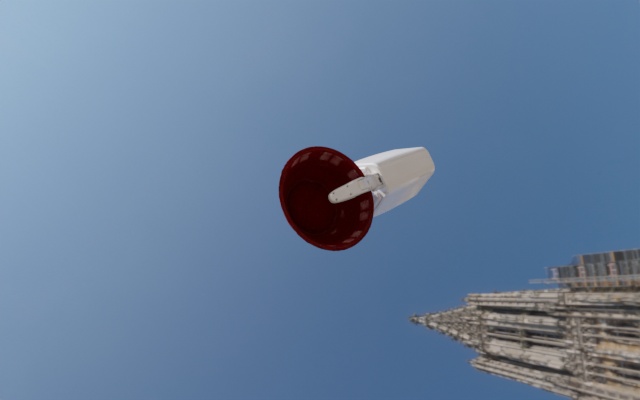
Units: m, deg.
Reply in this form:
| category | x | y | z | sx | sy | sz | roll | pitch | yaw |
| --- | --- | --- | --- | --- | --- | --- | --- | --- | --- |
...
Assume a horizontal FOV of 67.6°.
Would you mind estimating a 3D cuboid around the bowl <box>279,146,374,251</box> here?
| category | x | y | z | sx | sy | sz | roll | pitch | yaw |
| --- | --- | --- | --- | --- | --- | --- | --- | --- | --- |
| bowl | -0.001 | 0.003 | 0.723 | 0.162 | 0.162 | 0.055 | 0 | -17 | -31 |
